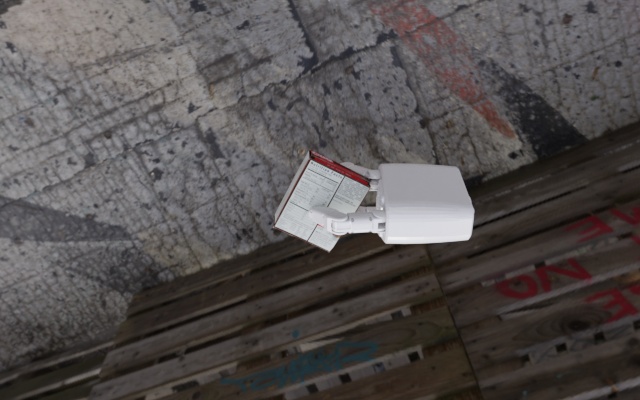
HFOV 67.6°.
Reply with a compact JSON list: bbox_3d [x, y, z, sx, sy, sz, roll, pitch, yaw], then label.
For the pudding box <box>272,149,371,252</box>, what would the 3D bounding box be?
[{"bbox_3d":[0.000,0.002,0.629,0.090,0.113,0.039,26,20,-11],"label":"pudding box"}]
